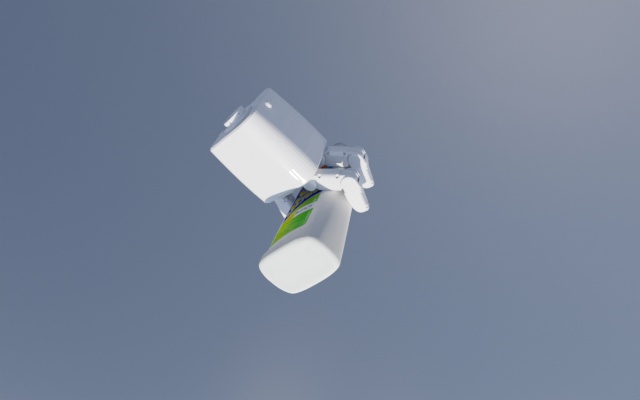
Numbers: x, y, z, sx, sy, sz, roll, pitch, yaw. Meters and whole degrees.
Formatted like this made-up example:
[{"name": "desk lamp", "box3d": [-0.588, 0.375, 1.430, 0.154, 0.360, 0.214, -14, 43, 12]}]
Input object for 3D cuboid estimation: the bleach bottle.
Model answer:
[{"name": "bleach bottle", "box3d": [0.000, 0.002, 0.648, 0.102, 0.068, 0.250, -34, 23, 33]}]
